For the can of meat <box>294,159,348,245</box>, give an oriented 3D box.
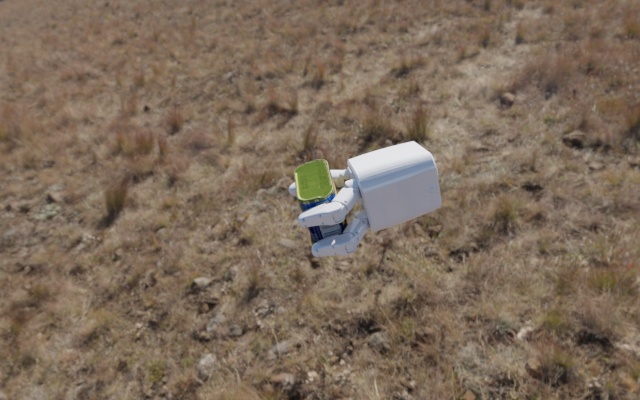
[{"bbox_3d":[0.000,0.002,0.679,0.057,0.084,0.102,-16,36,3],"label":"can of meat"}]
